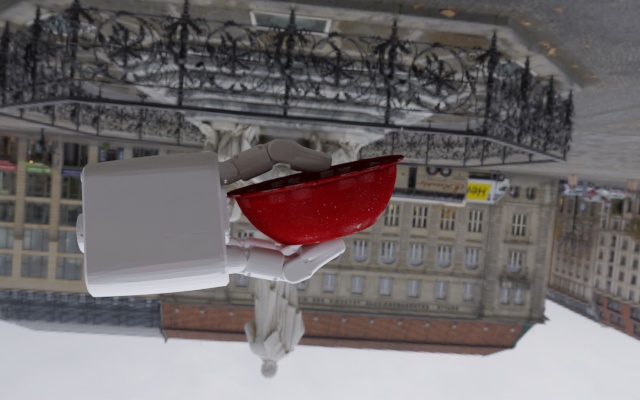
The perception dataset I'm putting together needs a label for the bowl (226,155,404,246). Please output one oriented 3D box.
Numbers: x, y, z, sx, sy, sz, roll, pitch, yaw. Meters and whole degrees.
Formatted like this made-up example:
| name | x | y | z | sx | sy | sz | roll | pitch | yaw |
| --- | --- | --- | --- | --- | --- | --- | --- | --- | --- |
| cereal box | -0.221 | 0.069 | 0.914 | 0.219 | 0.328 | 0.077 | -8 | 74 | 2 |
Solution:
| name | x | y | z | sx | sy | sz | roll | pitch | yaw |
| --- | --- | --- | --- | --- | --- | --- | --- | --- | --- |
| bowl | 0.001 | 0.002 | 0.431 | 0.162 | 0.055 | 0.162 | -13 | 6 | 1 |
